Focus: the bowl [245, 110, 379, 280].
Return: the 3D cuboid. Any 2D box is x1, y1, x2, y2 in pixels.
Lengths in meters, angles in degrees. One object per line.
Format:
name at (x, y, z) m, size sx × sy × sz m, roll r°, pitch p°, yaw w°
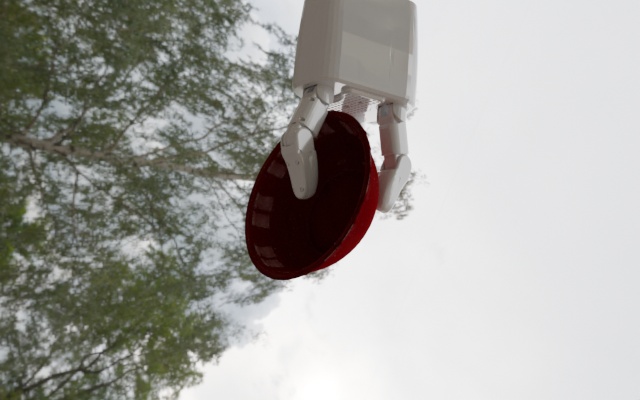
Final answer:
bowl at (0.000, 0.003, 0.442) m, size 0.055 × 0.162 × 0.162 m, roll 27°, pitch -18°, yaw -38°
